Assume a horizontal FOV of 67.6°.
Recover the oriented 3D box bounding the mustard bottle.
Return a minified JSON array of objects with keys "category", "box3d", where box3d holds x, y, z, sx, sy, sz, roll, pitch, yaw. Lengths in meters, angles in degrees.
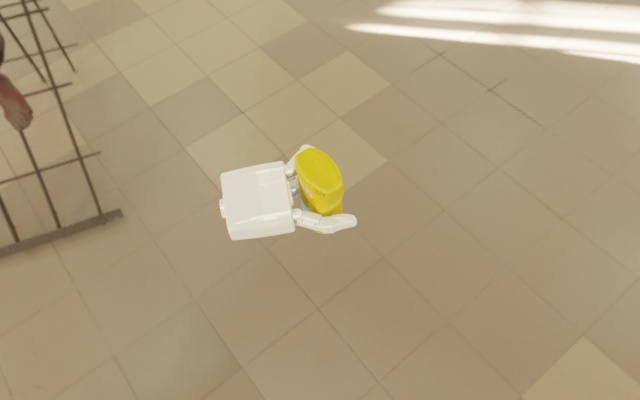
[{"category":"mustard bottle","box3d":[0.000,0.002,0.809,0.058,0.096,0.192,-32,-29,-17]}]
